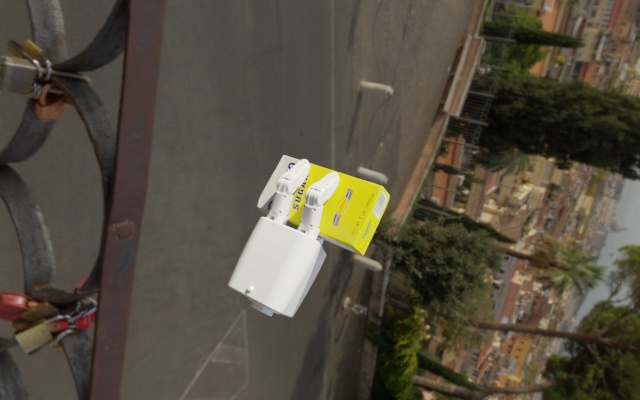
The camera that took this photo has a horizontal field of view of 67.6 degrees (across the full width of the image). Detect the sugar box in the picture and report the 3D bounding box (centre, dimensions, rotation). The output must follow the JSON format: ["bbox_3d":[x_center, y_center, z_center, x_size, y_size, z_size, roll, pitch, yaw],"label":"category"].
[{"bbox_3d":[0.000,0.002,0.677,0.176,0.093,0.048,20,-14,30],"label":"sugar box"}]
